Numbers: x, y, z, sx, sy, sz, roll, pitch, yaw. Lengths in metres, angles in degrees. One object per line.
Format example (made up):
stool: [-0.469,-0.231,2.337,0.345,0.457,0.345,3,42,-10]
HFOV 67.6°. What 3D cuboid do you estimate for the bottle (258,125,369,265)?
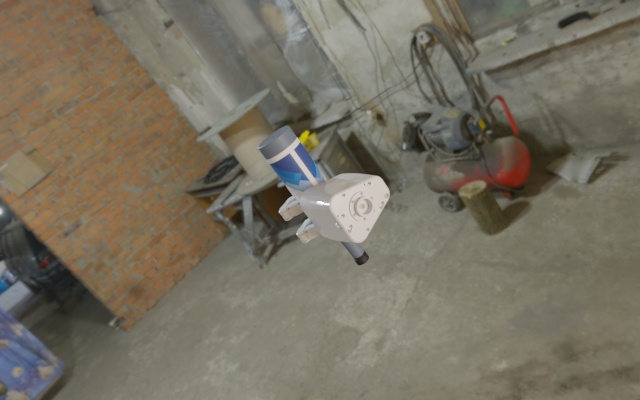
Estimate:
bottle: [0.000,0.003,0.868,0.069,0.296,0.069,-32,19,13]
